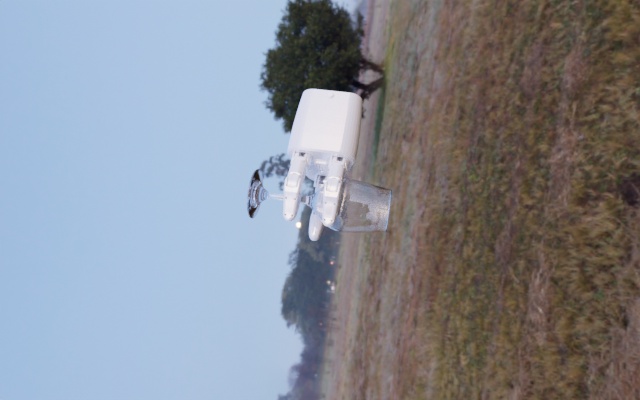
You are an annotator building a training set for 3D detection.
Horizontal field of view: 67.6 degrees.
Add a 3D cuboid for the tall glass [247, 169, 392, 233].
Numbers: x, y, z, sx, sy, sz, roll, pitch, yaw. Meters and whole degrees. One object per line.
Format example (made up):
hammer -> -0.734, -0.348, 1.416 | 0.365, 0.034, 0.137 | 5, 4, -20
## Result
tall glass -> -0.001, 0.002, 0.696 | 0.201, 0.079, 0.079 | 8, 1, 8
